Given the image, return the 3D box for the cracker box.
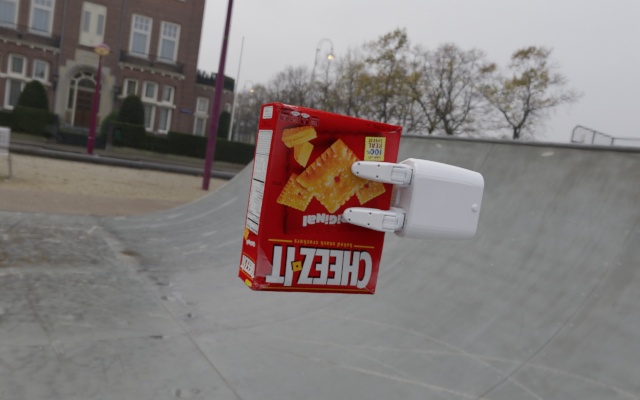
[{"bbox_3d":[0.000,0.002,0.579,0.164,0.214,0.072,7,5,-23],"label":"cracker box"}]
